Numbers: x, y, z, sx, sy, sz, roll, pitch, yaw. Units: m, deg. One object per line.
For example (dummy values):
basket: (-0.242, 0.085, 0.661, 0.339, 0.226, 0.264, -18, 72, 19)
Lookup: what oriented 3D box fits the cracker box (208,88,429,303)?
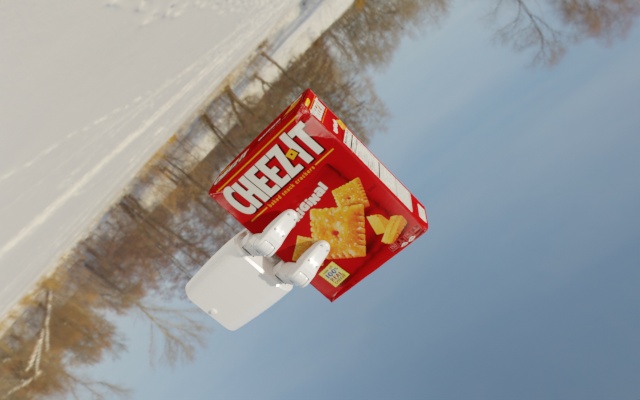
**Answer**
cracker box: (0.000, 0.002, 0.582, 0.164, 0.214, 0.072, -40, 18, 22)
